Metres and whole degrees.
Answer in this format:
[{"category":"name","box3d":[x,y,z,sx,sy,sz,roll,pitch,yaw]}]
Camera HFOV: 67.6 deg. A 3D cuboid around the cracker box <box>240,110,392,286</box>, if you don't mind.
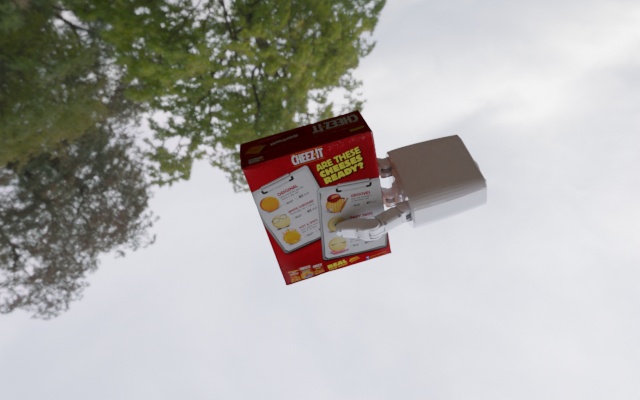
[{"category":"cracker box","box3d":[0.000,0.002,0.652,0.164,0.214,0.072,-17,38,-2]}]
